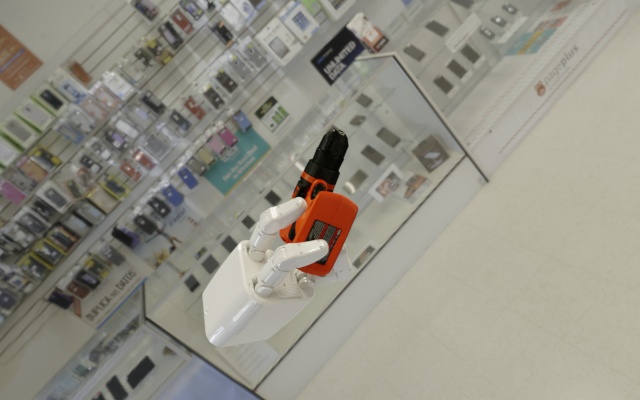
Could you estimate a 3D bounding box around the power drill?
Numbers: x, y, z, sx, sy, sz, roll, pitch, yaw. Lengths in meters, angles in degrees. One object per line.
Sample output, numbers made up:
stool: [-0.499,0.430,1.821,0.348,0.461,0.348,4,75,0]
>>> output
power drill: [0.000,0.002,0.633,0.057,0.184,0.187,20,13,-11]
